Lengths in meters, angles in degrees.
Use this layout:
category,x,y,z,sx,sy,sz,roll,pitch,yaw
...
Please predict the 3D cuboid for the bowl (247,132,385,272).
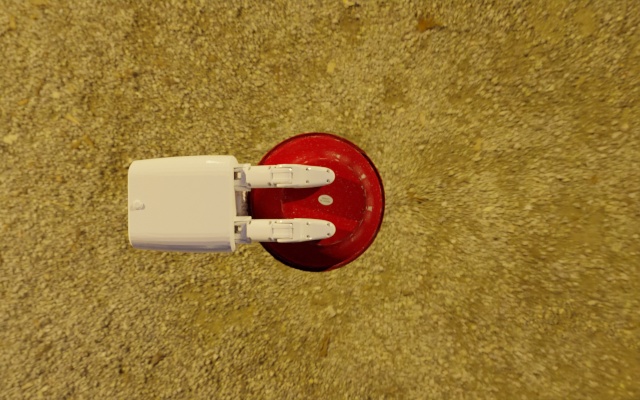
category,x,y,z,sx,sy,sz,roll,pitch,yaw
bowl,0.001,0.001,0.525,0.162,0.162,0.055,0,0,-8
